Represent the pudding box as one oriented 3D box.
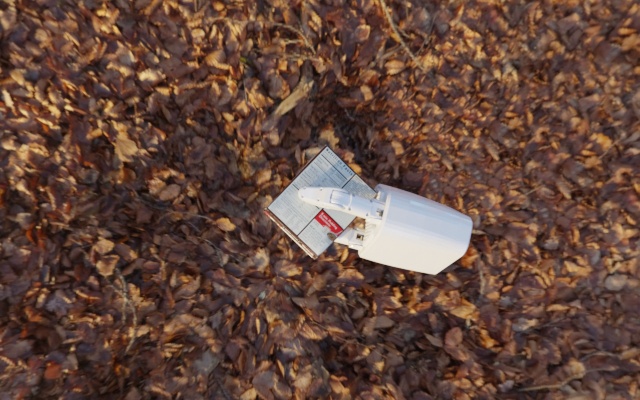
[{"bbox_3d":[0.000,0.002,0.585,0.090,0.113,0.039,44,-12,-1],"label":"pudding box"}]
